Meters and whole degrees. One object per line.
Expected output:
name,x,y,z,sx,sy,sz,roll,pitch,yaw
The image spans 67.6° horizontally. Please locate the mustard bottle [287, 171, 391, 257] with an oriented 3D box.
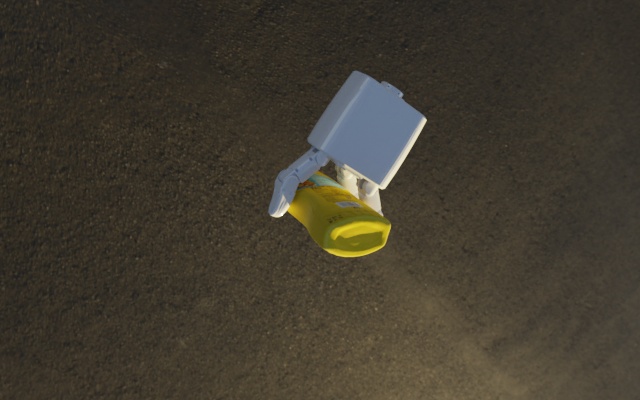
mustard bottle,0.000,0.002,0.627,0.096,0.058,0.191,-2,26,-32
